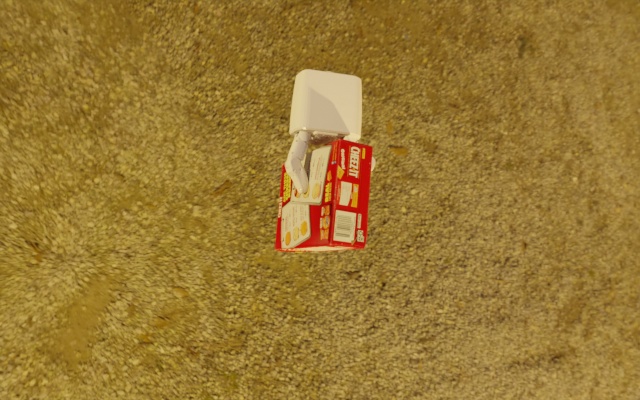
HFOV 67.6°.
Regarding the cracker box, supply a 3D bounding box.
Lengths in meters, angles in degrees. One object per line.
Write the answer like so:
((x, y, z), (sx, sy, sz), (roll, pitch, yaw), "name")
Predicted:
((0.000, 0.003, 0.805), (0.072, 0.164, 0.214), (10, -12, -26), "cracker box")
